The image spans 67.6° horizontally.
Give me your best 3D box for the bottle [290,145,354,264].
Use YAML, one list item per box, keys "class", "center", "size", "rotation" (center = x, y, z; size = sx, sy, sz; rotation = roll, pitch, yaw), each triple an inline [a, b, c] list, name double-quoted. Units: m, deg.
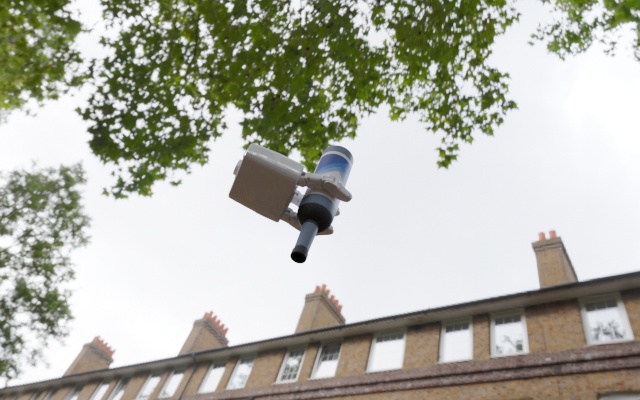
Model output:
- class: "bottle"
  center: [0.000, 0.003, 0.874]
  size: [0.069, 0.069, 0.295]
  rotation: [0, 37, 18]
